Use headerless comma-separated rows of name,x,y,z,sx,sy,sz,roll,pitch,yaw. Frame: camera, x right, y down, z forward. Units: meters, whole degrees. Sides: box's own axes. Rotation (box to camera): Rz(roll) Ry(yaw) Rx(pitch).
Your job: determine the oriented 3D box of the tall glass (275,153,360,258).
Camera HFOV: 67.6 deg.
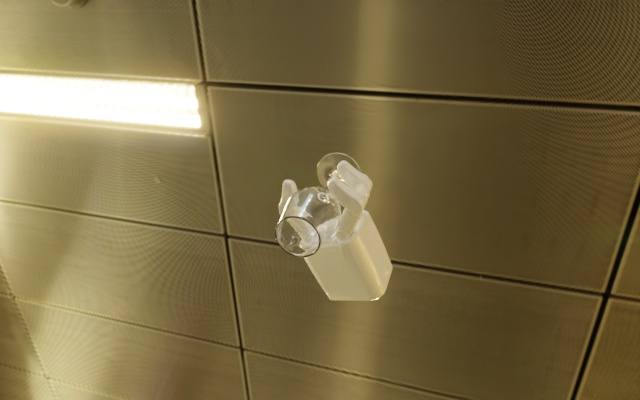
tall glass,0.000,0.002,0.691,0.079,0.079,0.201,0,27,20
